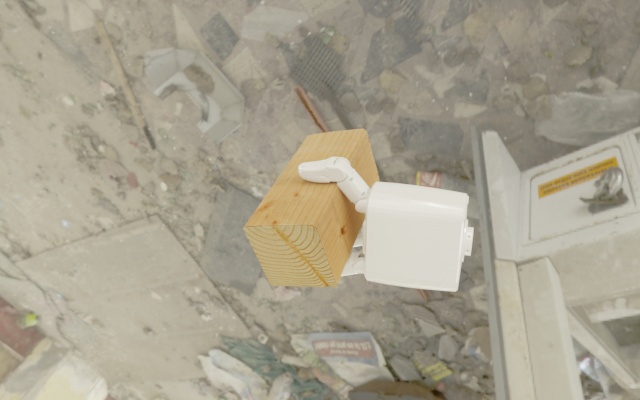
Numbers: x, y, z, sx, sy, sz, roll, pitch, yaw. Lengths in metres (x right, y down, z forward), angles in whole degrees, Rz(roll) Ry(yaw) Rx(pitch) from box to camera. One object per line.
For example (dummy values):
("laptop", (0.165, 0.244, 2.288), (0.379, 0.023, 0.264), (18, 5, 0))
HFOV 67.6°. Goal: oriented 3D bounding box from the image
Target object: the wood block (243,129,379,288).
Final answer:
("wood block", (0.000, 0.002, 0.597), (0.090, 0.091, 0.206), (-3, 35, 25))
